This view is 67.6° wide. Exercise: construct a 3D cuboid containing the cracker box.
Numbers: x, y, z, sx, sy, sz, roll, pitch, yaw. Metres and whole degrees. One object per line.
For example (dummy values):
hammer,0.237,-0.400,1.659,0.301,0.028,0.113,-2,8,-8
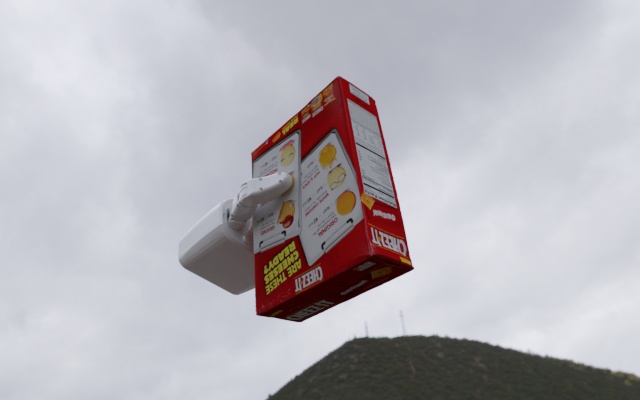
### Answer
cracker box,0.000,0.001,0.515,0.072,0.213,0.164,21,-41,-38
